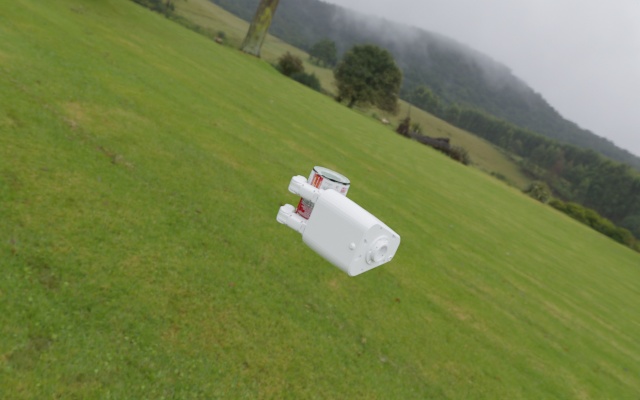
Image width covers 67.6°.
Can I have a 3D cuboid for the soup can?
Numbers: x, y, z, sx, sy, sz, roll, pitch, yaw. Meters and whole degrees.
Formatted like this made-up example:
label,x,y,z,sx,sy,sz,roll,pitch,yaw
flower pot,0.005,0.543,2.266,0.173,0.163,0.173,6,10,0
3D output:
label,x,y,z,sx,sy,sz,roll,pitch,yaw
soup can,0.000,0.002,0.799,0.068,0.102,0.068,21,15,-6
